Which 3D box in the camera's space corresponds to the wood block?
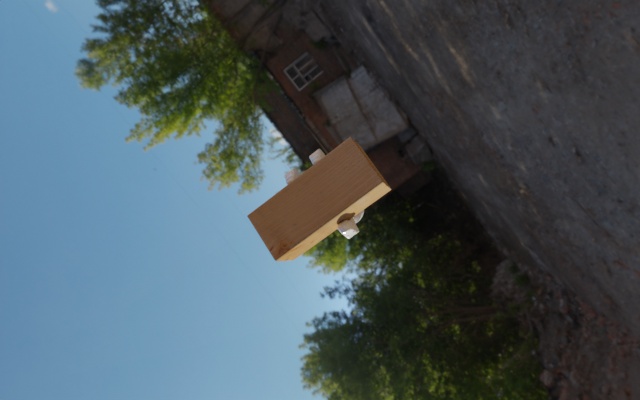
[{"bbox_3d":[0.000,0.003,0.771,0.206,0.091,0.090,-37,-15,10],"label":"wood block"}]
